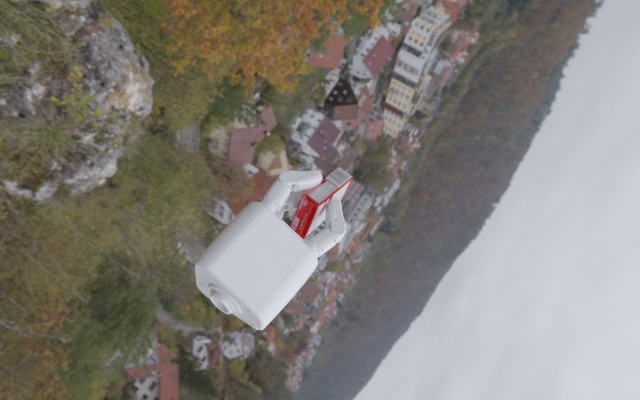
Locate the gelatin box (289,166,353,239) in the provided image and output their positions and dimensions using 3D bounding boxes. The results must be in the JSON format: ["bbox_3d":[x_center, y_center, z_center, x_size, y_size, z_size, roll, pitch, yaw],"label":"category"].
[{"bbox_3d":[0.001,0.002,0.667,0.030,0.073,0.089,38,46,13],"label":"gelatin box"}]
